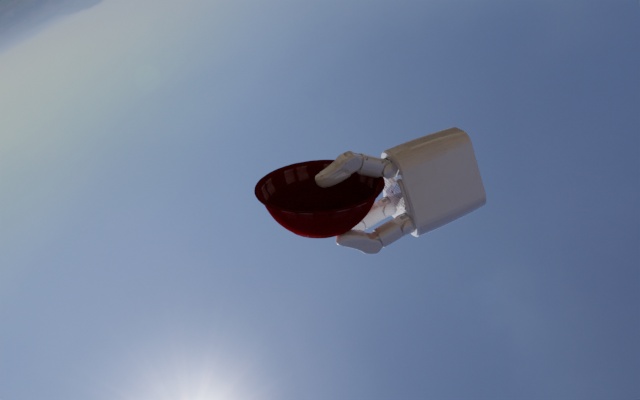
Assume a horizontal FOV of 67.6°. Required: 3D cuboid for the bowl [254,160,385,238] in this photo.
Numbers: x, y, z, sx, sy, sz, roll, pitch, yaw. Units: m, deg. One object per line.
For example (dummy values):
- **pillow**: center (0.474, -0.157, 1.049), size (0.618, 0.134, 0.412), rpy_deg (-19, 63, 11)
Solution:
- **bowl**: center (-0.001, 0.002, 0.603), size (0.162, 0.055, 0.162), rpy_deg (-3, 26, 1)
